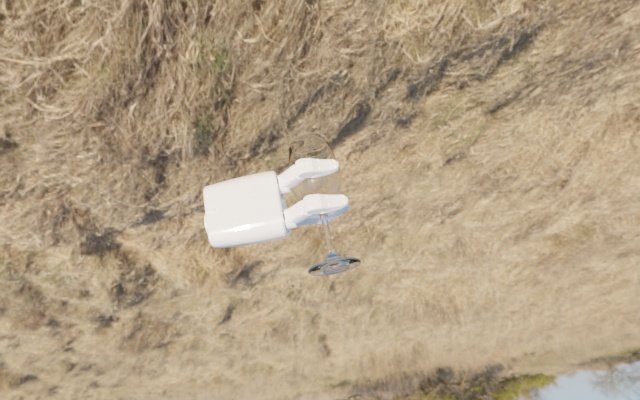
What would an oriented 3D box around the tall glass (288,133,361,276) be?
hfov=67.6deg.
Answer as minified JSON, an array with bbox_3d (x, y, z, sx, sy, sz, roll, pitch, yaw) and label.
[{"bbox_3d":[0.000,0.003,0.693,0.079,0.201,0.079,-10,-23,-4],"label":"tall glass"}]
